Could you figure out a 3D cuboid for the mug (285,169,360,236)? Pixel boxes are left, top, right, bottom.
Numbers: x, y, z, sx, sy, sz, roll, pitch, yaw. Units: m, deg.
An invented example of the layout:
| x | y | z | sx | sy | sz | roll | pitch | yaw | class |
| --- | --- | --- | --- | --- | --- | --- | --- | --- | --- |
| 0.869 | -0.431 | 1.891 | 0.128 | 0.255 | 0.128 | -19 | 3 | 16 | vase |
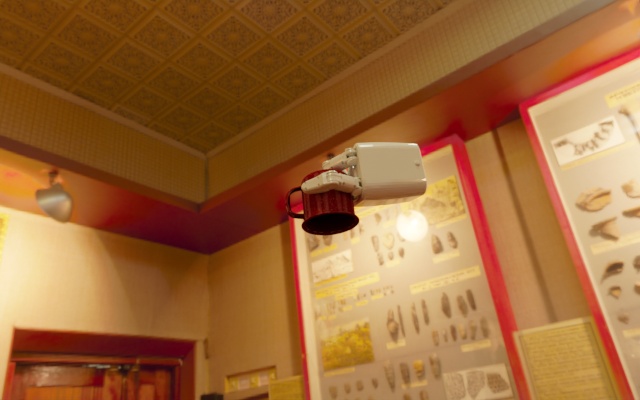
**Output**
| x | y | z | sx | sy | sz | roll | pitch | yaw | class |
| --- | --- | --- | --- | --- | --- | --- | --- | --- | --- |
| -0.001 | 0.002 | 0.773 | 0.117 | 0.081 | 0.093 | -2 | -26 | -10 | mug |
